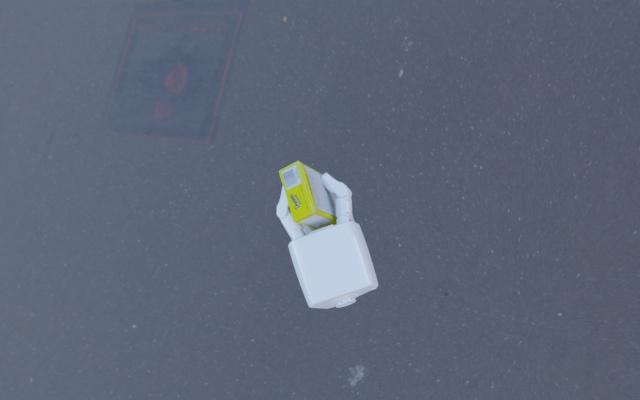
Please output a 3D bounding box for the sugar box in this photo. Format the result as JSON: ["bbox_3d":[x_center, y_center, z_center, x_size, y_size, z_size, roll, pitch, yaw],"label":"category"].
[{"bbox_3d":[0.000,0.003,0.807,0.048,0.093,0.176,-23,-21,17],"label":"sugar box"}]
